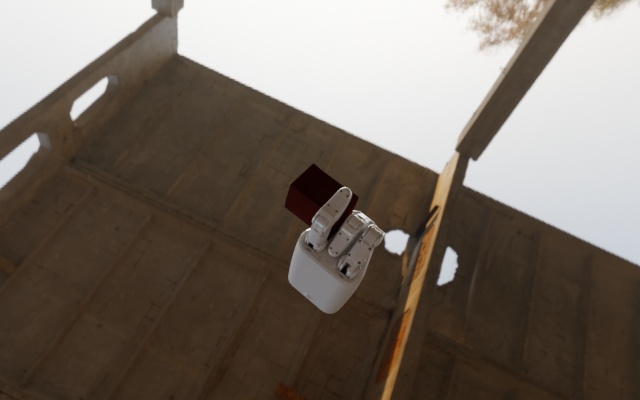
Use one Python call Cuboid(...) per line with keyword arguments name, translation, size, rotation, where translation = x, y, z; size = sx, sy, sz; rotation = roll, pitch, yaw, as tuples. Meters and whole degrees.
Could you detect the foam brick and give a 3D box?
Cuboid(name="foam brick", translation=(0.000, 0.002, 0.627), size=(0.053, 0.078, 0.051), rotation=(-43, -16, -34))
